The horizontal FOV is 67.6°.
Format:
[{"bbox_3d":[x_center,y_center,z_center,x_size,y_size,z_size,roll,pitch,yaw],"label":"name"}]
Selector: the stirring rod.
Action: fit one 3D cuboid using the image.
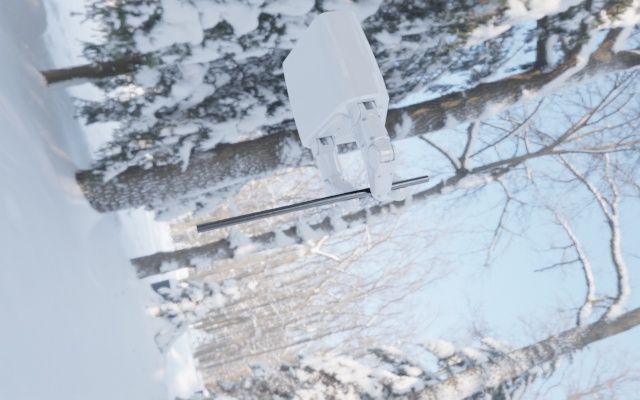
[{"bbox_3d":[0.000,0.001,0.469,0.239,0.011,0.011,-12,3,-17],"label":"stirring rod"}]
